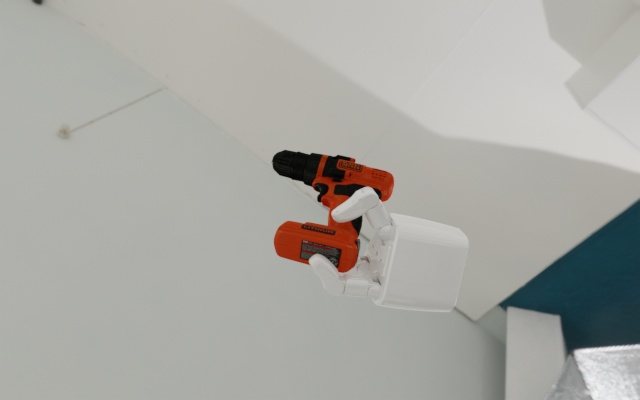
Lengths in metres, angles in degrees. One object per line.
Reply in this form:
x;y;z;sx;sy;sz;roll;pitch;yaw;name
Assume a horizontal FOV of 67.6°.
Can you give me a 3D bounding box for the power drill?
0.000;0.003;0.653;0.184;0.057;0.187;12;43;8;power drill
